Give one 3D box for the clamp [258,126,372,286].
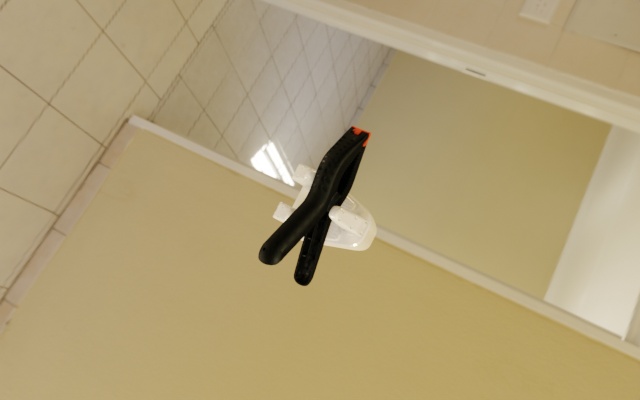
[{"bbox_3d":[0.001,0.002,0.564,0.036,0.210,0.164,25,-4,17],"label":"clamp"}]
